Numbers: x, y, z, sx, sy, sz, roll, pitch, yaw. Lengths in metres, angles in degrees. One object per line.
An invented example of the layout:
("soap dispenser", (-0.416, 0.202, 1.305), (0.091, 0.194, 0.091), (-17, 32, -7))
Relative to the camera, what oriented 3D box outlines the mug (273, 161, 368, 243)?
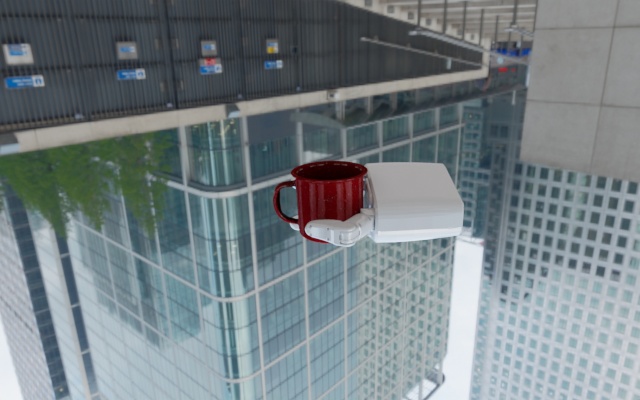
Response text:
("mug", (-0.001, 0.002, 0.589), (0.117, 0.081, 0.093), (-3, 19, -1))
